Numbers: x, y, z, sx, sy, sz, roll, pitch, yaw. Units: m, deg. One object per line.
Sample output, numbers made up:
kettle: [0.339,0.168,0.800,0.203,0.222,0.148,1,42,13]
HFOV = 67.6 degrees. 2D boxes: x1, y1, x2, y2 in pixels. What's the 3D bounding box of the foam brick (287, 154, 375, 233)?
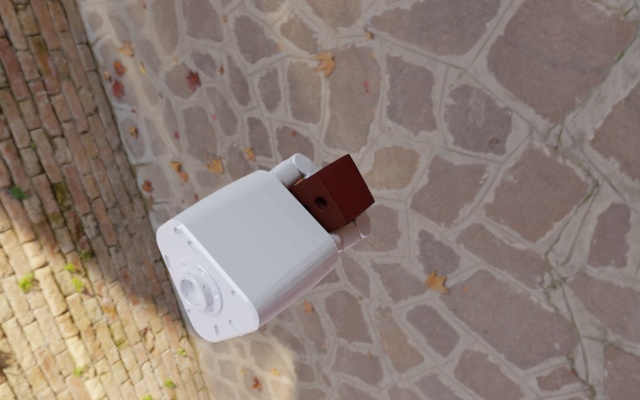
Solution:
foam brick: [0.000,0.001,0.444,0.078,0.053,0.051,-29,3,43]
